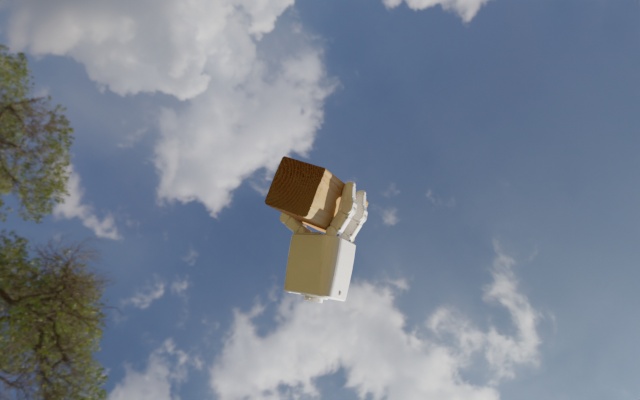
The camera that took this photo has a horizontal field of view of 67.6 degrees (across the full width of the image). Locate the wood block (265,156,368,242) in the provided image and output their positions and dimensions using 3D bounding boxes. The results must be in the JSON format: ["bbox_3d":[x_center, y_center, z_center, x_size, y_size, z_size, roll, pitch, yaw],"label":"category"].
[{"bbox_3d":[0.000,0.003,0.875,0.091,0.090,0.206,18,-7,29],"label":"wood block"}]
